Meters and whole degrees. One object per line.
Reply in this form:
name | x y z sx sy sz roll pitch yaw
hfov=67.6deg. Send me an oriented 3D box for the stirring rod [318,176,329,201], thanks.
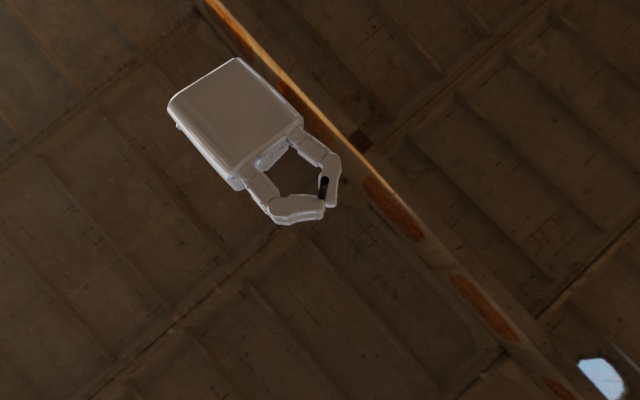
stirring rod | 0.000 0.002 0.538 0.011 0.011 0.239 0 -9 -2
